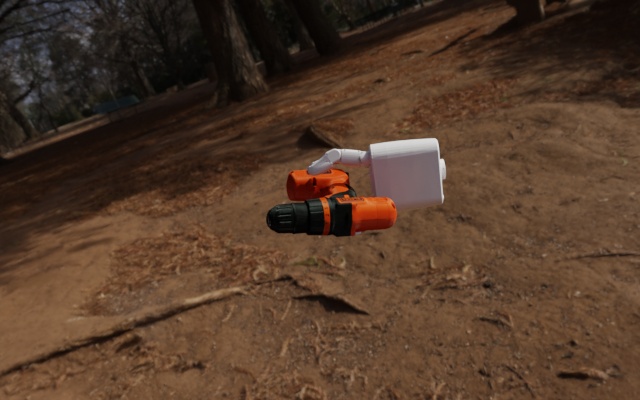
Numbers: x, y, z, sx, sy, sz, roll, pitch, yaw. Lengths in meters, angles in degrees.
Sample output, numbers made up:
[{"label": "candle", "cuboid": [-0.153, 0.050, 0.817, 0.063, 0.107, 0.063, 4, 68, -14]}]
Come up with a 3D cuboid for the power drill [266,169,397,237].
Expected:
[{"label": "power drill", "cuboid": [0.000, 0.002, 0.727, 0.184, 0.057, 0.187, -1, 19, -14]}]
